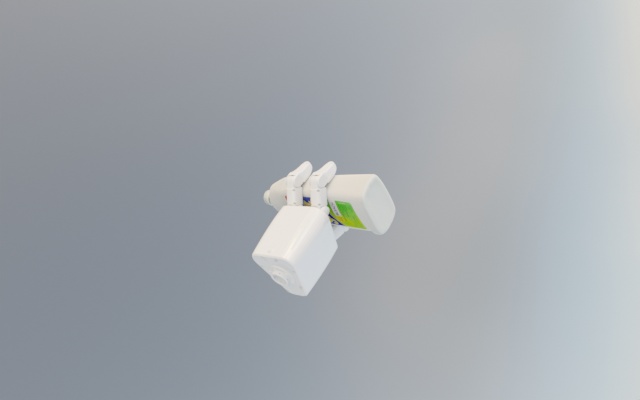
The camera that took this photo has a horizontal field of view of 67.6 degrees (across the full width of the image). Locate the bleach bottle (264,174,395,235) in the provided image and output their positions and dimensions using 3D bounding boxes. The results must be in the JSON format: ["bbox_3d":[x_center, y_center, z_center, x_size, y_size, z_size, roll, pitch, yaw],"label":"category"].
[{"bbox_3d":[0.000,0.003,0.845,0.251,0.068,0.103,2,-43,40],"label":"bleach bottle"}]
